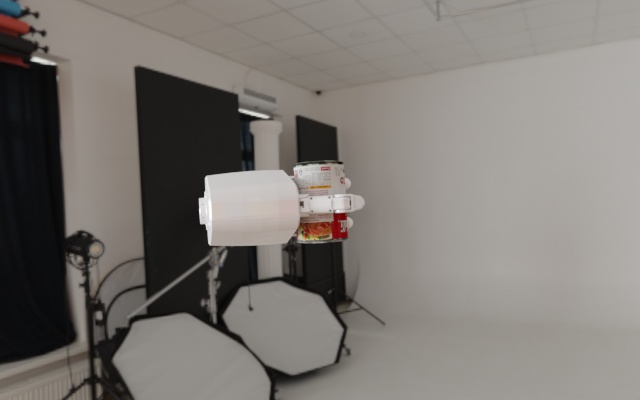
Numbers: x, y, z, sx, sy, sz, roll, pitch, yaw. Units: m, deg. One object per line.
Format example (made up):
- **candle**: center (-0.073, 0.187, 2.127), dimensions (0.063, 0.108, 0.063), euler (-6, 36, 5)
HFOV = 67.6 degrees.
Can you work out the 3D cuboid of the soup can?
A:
- **soup can**: center (0.001, 0.002, 0.625), dimensions (0.068, 0.102, 0.068), euler (-3, 0, 0)
